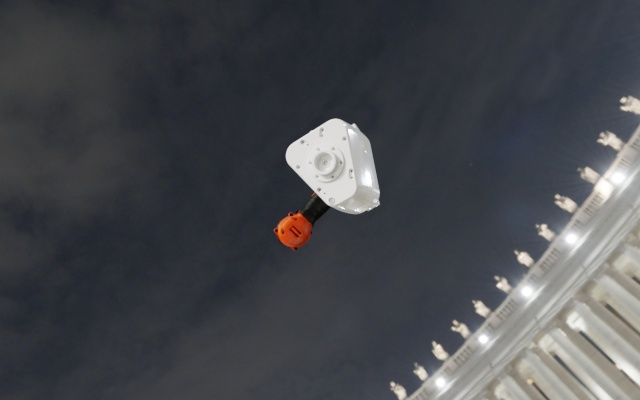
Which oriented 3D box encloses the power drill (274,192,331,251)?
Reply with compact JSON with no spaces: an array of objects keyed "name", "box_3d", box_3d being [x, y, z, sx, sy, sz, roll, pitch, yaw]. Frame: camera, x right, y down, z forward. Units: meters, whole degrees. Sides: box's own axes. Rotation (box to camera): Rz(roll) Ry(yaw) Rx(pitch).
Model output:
[{"name":"power drill","box_3d":[0.000,0.002,0.787,0.057,0.187,0.184,42,-6,-4]}]
